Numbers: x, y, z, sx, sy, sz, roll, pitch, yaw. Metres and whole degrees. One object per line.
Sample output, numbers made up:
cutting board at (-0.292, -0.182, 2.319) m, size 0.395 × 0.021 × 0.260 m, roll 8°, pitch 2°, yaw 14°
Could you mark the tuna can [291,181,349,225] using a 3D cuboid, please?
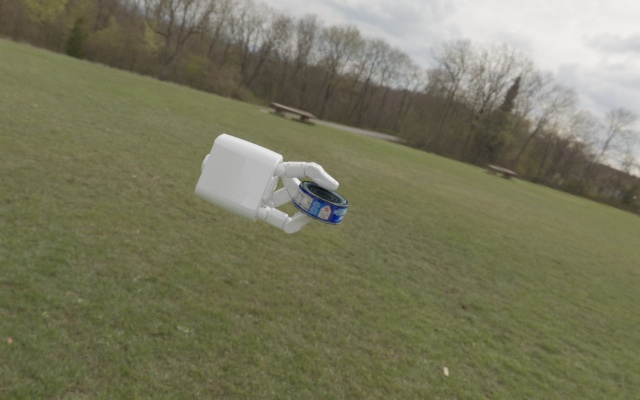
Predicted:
tuna can at (0.000, 0.002, 0.747) m, size 0.086 × 0.034 × 0.086 m, roll 24°, pitch 15°, yaw -7°
